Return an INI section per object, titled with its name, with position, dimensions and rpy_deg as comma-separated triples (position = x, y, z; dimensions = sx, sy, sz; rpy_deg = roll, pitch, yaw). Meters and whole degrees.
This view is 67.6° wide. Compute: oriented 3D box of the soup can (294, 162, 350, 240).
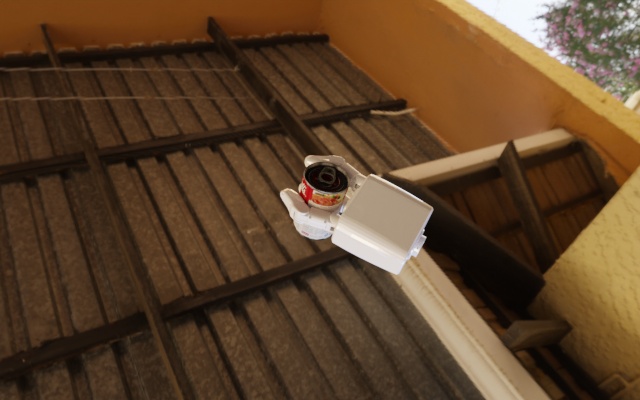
[soup can]
position = 0.000, 0.002, 0.715
dimensions = 0.068, 0.102, 0.068
rpy_deg = 8, 43, -8
